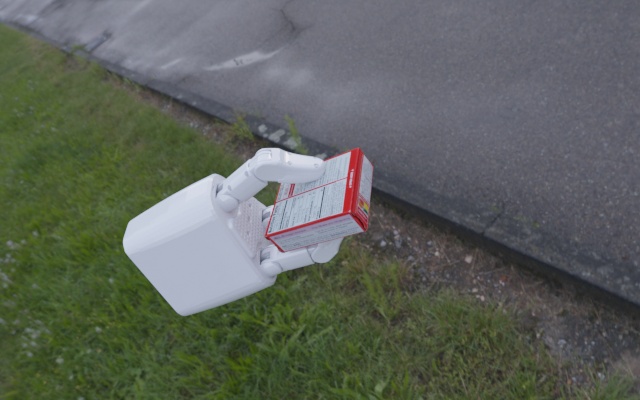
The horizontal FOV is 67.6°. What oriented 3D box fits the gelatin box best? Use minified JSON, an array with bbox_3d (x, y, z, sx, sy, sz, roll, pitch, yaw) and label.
[{"bbox_3d":[0.000,0.001,0.415,0.089,0.073,0.030,-19,-48,30],"label":"gelatin box"}]
